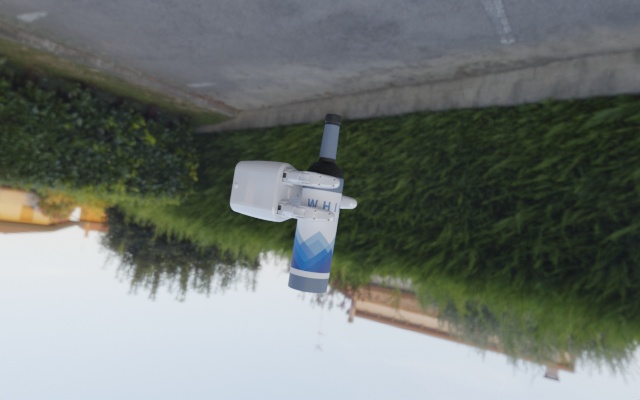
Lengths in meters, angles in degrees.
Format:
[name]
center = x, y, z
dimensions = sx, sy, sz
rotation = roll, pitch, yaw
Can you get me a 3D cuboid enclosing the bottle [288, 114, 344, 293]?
[bottle]
center = 0.000, 0.003, 0.801
dimensions = 0.069, 0.295, 0.069
rotation = 9, 0, 0
